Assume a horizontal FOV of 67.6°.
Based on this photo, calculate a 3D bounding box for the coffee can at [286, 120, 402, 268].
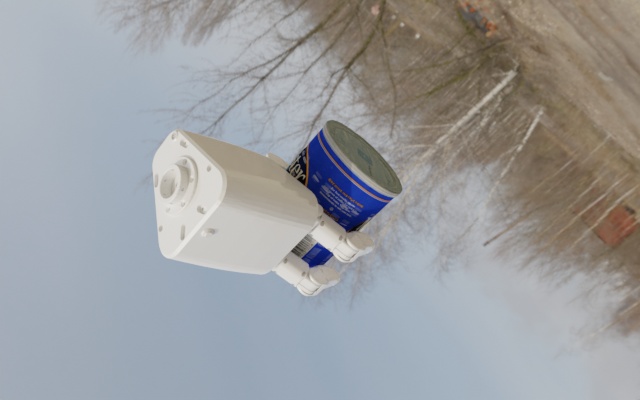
[{"bbox_3d":[0.000,0.002,0.502,0.140,0.102,0.103,-46,-21,21],"label":"coffee can"}]
